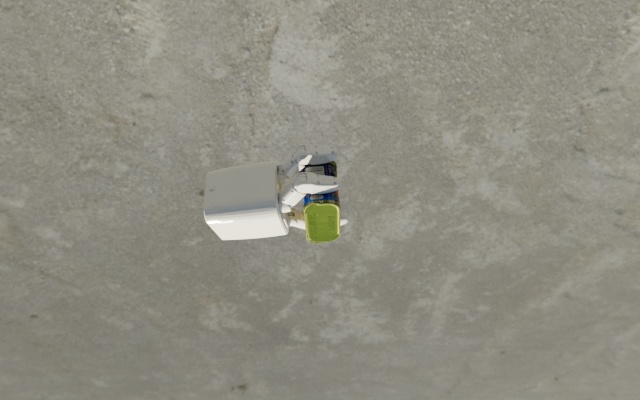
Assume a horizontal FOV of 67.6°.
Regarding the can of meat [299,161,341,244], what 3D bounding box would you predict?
[{"bbox_3d":[0.000,0.003,0.706,0.057,0.083,0.102,-5,-39,0],"label":"can of meat"}]
